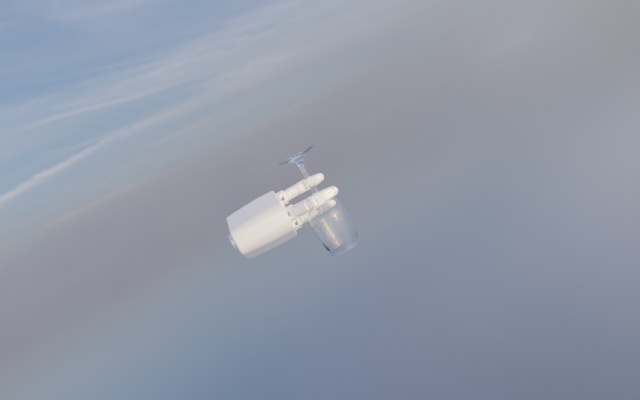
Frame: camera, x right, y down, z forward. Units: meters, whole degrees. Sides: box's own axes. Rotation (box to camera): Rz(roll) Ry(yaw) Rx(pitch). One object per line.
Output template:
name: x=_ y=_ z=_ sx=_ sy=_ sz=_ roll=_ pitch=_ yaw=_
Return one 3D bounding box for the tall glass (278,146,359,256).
tall glass: x=0.000 y=0.002 z=0.897 sx=0.079 sy=0.201 sz=0.079 roll=-28 pitch=6 yaw=3
